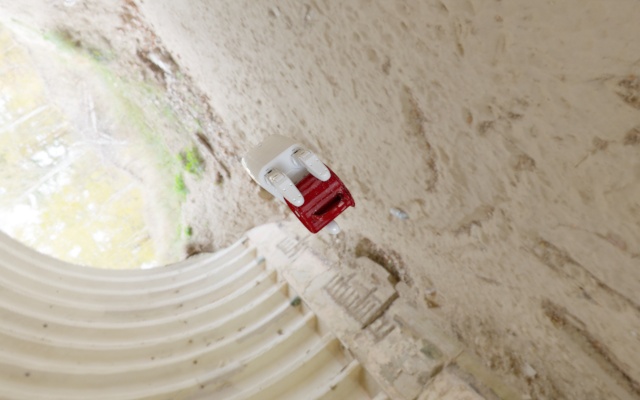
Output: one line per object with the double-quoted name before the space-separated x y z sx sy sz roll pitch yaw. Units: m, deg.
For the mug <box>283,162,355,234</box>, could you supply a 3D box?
"mug" 0.001 0.003 0.749 0.081 0.093 0.117 -39 30 -9
